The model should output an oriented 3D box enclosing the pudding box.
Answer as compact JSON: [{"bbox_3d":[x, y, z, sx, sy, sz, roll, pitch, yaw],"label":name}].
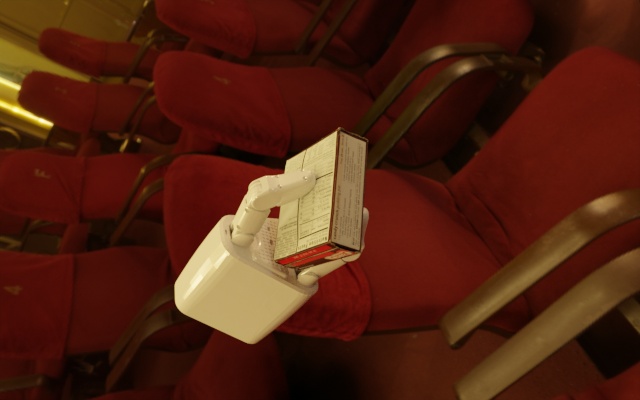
[{"bbox_3d":[0.000,0.001,0.442,0.039,0.113,0.090,19,-26,-33],"label":"pudding box"}]
